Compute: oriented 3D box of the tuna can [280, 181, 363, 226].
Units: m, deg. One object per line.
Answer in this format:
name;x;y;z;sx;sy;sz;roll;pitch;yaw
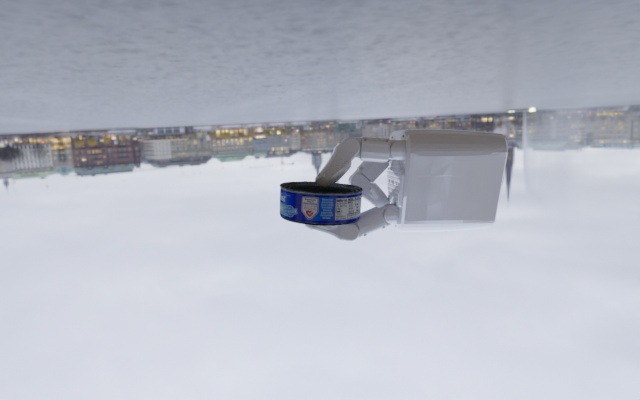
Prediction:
tuna can;0.000;0.002;0.496;0.086;0.034;0.086;3;9;0
